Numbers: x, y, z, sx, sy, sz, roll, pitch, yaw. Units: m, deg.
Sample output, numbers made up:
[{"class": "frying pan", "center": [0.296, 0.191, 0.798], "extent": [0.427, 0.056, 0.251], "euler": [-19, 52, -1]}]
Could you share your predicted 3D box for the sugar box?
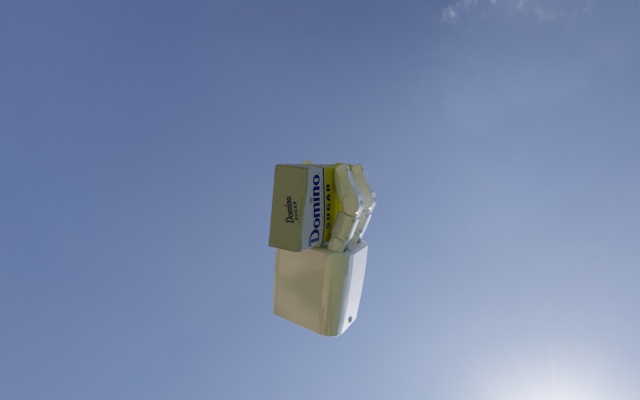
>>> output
[{"class": "sugar box", "center": [0.001, 0.002, 0.583], "extent": [0.048, 0.093, 0.176], "euler": [8, 8, 20]}]
